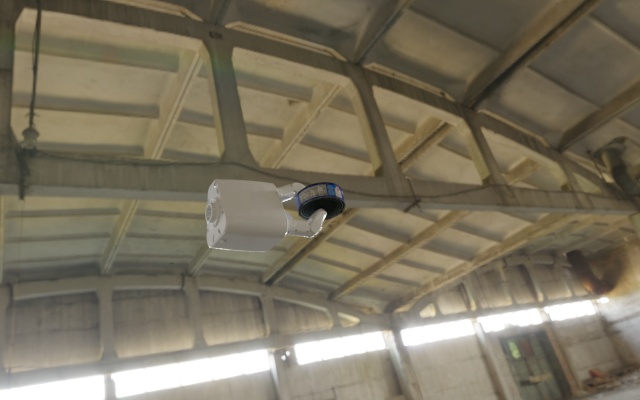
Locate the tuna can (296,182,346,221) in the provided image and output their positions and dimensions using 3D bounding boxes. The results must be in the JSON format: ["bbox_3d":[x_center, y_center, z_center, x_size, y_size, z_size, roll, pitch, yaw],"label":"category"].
[{"bbox_3d":[0.000,0.002,0.853,0.086,0.033,0.086,-8,-29,-4],"label":"tuna can"}]
